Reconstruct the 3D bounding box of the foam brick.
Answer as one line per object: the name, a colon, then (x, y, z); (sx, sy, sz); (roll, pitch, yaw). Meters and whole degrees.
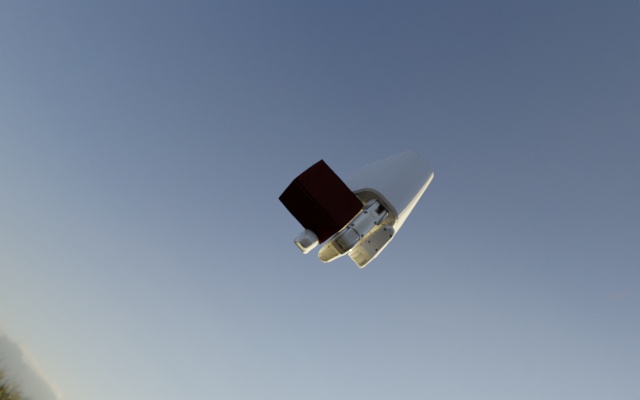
foam brick: (0.000, 0.002, 0.561); (0.051, 0.078, 0.053); (-43, 1, -37)
